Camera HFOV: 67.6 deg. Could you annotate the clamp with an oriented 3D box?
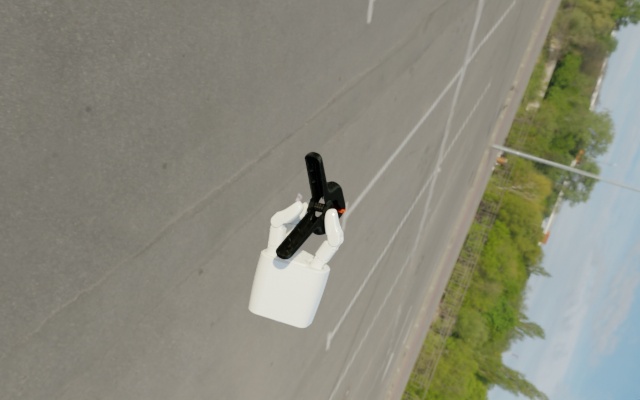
[{"bbox_3d":[0.001,0.003,0.781,0.036,0.164,0.210,20,11,20],"label":"clamp"}]
